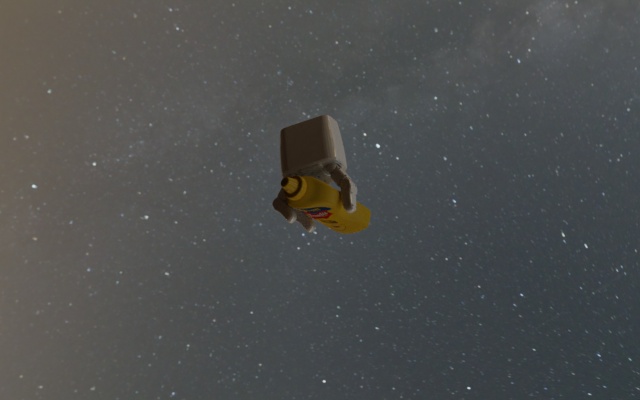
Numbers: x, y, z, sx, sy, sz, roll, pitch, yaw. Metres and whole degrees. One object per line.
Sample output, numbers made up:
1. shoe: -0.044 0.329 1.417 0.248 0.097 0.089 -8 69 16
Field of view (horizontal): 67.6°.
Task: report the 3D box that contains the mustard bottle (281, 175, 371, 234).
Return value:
1. mustard bottle: 0.000 0.003 0.831 0.096 0.058 0.192 0 -20 40
